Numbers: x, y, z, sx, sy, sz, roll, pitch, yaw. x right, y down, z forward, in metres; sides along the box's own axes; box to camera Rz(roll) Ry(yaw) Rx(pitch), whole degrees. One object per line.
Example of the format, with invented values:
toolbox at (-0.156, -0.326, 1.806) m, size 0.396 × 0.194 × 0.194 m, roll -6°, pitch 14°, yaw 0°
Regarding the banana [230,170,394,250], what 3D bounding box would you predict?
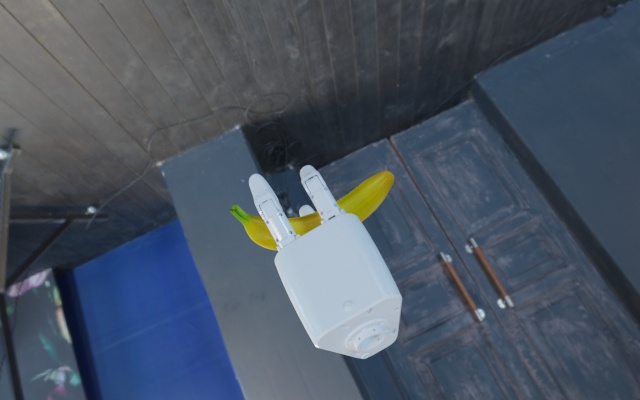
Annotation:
banana at (-0.001, 0.019, 0.563) m, size 0.198 × 0.070 × 0.037 m, roll -14°, pitch 32°, yaw -13°
